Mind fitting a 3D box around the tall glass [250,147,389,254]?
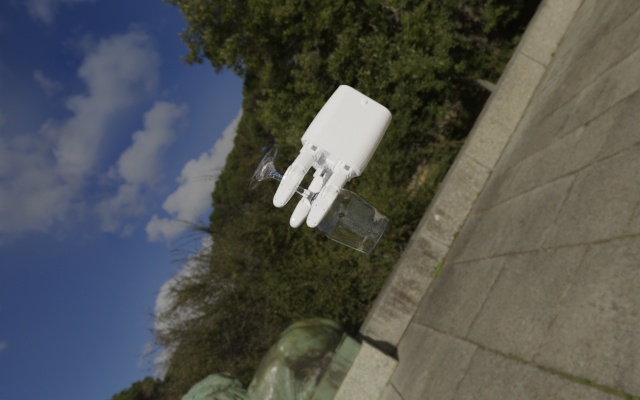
[{"bbox_3d":[-0.001,0.002,0.706,0.201,0.079,0.079,31,2,4],"label":"tall glass"}]
